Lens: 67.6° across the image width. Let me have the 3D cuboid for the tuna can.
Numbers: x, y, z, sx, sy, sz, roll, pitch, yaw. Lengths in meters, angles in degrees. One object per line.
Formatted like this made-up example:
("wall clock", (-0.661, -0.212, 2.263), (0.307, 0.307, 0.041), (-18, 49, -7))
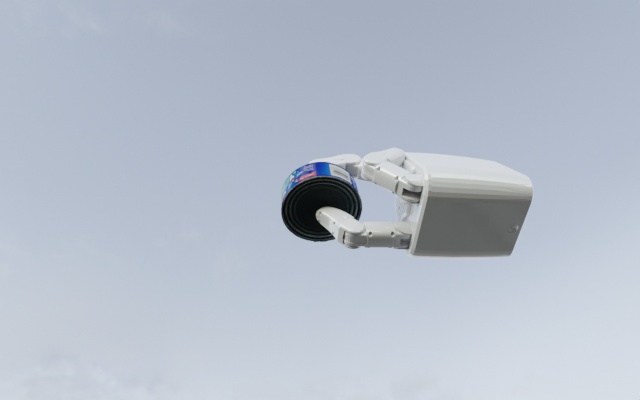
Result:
("tuna can", (0.000, 0.001, 0.514), (0.086, 0.086, 0.033), (0, 36, -6))
